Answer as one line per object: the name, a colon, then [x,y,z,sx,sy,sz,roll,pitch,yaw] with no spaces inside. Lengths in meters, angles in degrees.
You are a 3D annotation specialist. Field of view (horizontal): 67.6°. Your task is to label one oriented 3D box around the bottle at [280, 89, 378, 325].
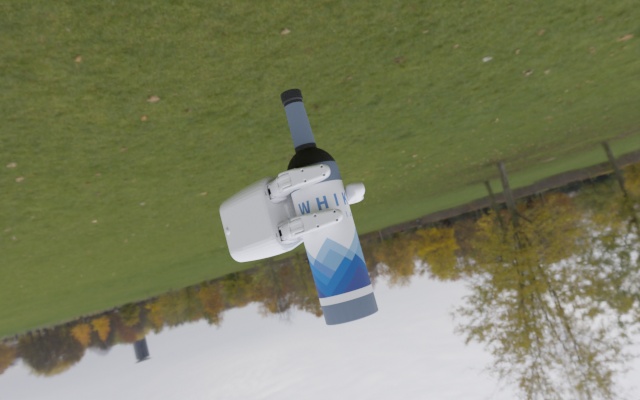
bottle: [0.000,0.002,0.599,0.069,0.295,0.069,-15,-6,-2]
